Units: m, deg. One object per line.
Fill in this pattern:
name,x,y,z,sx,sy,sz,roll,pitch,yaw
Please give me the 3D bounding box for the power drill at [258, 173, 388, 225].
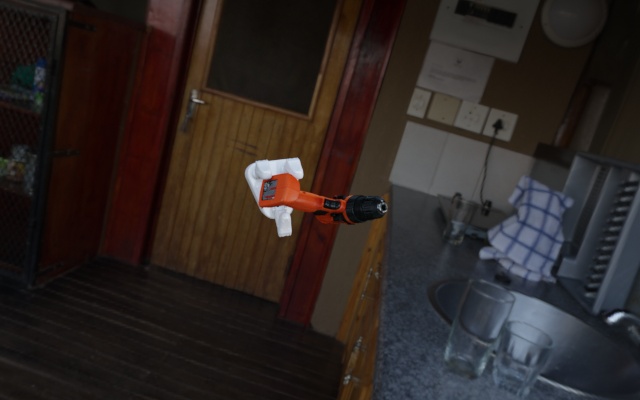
power drill,0.000,0.003,0.844,0.188,0.057,0.184,17,-15,-32
